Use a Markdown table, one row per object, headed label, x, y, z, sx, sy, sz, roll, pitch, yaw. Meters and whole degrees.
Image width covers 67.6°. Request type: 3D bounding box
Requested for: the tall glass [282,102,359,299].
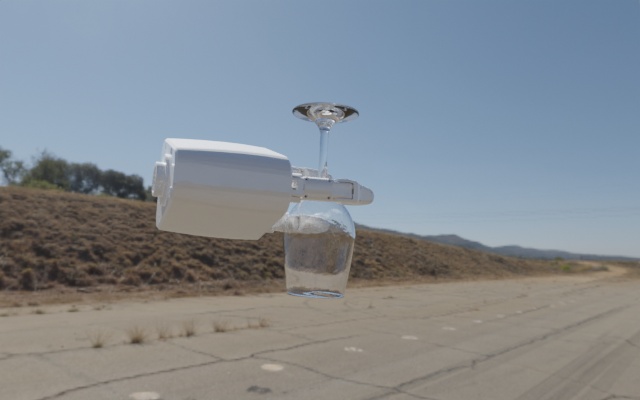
| label | x | y | z | sx | sy | sz | roll | pitch | yaw |
| --- | --- | --- | --- | --- | --- | --- | --- | --- | --- |
| tall glass | 0.000 | 0.001 | 0.517 | 0.079 | 0.201 | 0.079 | 3 | -6 | 0 |
